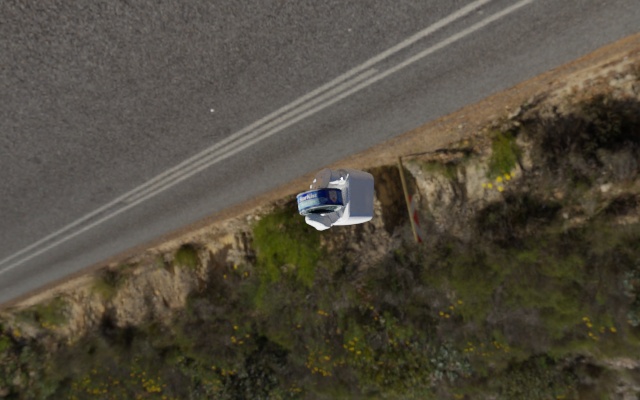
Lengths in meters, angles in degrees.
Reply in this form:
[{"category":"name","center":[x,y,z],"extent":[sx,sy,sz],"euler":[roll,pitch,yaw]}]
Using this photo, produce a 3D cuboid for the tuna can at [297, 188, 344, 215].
[{"category":"tuna can","center":[0.000,0.003,0.892],"extent":[0.086,0.033,0.086],"euler":[-8,-11,-2]}]
